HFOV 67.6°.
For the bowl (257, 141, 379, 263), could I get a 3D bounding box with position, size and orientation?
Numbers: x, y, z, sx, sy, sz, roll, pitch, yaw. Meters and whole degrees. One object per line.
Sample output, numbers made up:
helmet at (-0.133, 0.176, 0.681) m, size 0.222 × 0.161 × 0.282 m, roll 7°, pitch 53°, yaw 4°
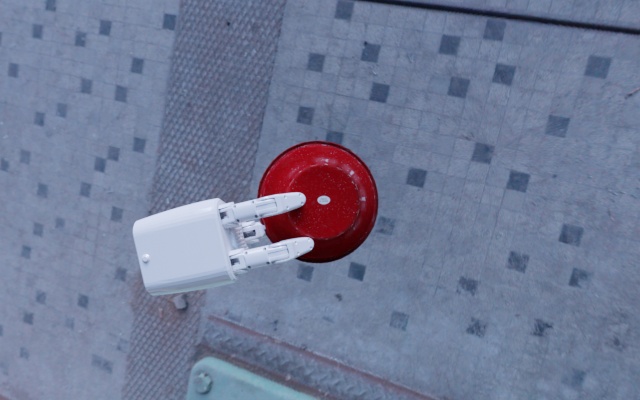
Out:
bowl at (0.001, 0.001, 0.602) m, size 0.162 × 0.162 × 0.055 m, roll 0°, pitch 0°, yaw -6°
